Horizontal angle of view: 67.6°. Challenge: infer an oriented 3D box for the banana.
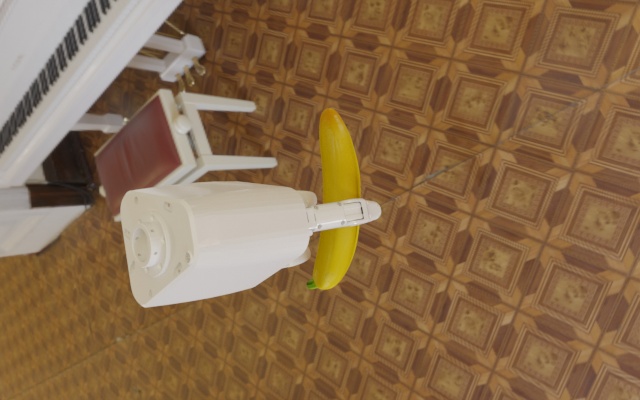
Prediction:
[{"bbox_3d":[0.012,0.009,0.479,0.037,0.198,0.069,-4,17,-41],"label":"banana"}]
